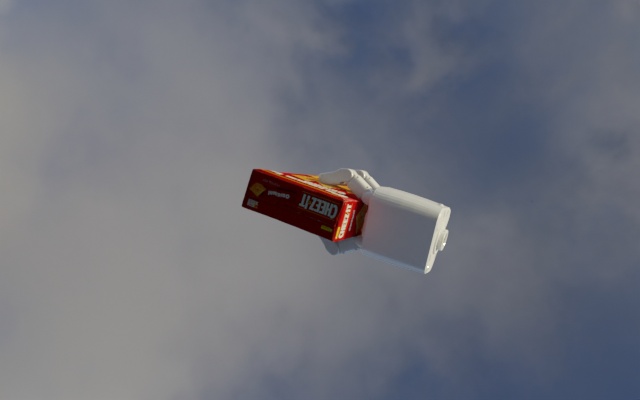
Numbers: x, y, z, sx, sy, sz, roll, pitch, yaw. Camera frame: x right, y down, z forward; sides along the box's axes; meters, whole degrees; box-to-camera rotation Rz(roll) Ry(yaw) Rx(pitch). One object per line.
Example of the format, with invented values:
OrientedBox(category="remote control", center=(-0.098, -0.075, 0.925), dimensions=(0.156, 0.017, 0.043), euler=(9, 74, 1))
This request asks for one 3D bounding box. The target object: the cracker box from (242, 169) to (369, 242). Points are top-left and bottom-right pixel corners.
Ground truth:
OrientedBox(category="cracker box", center=(0.000, 0.003, 0.794), dimensions=(0.164, 0.072, 0.214), euler=(19, 7, 23))
